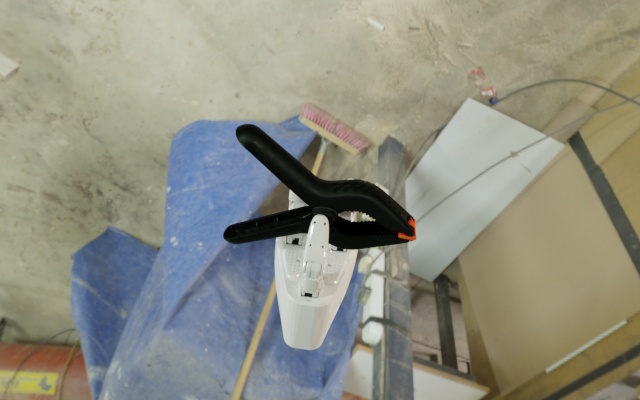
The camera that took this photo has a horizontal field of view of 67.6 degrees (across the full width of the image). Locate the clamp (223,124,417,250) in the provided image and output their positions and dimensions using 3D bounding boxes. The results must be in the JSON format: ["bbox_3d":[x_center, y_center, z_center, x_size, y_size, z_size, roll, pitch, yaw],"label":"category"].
[{"bbox_3d":[0.000,0.002,0.494,0.210,0.036,0.165,9,-44,0],"label":"clamp"}]
